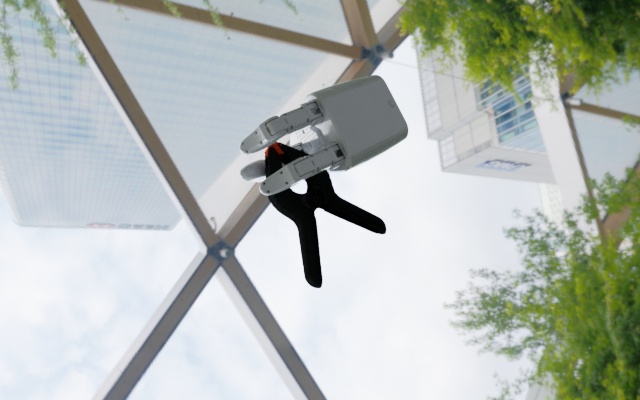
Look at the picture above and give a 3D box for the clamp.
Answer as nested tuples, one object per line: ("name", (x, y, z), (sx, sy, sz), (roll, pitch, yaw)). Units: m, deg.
("clamp", (0.000, 0.002, 0.558), (0.120, 0.171, 0.039), (-27, -1, -30))
